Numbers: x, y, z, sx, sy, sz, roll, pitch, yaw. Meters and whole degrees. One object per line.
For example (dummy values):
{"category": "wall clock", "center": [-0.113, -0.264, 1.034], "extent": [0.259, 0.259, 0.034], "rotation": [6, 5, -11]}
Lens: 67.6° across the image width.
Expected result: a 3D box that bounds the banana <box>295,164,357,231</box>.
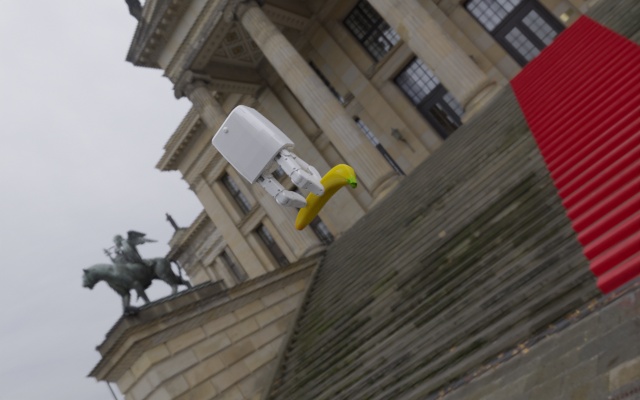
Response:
{"category": "banana", "center": [0.008, -0.012, 0.843], "extent": [0.037, 0.069, 0.198], "rotation": [33, -39, -12]}
